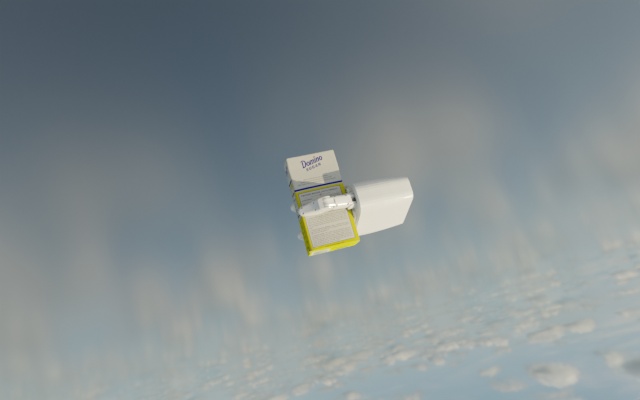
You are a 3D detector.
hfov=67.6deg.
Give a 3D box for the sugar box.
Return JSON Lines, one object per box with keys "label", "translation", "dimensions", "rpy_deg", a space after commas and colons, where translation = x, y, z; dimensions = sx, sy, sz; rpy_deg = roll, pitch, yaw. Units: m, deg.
{"label": "sugar box", "translation": [0.000, 0.003, 0.860], "dimensions": [0.093, 0.176, 0.048], "rpy_deg": [-12, -16, -13]}
